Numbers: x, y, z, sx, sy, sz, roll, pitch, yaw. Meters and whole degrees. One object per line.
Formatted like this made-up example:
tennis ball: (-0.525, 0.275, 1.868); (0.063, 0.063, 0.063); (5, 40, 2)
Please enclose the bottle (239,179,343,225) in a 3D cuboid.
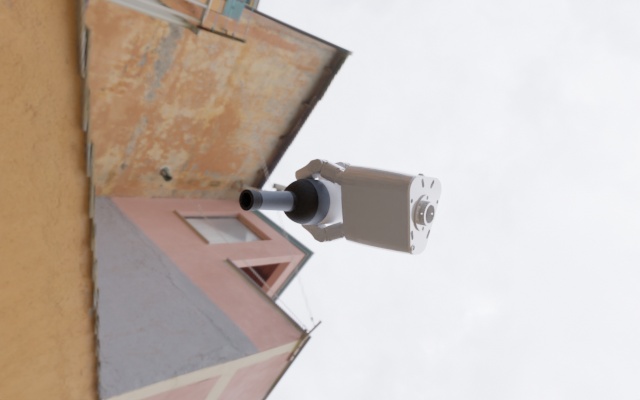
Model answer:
bottle: (0.000, 0.002, 0.712); (0.069, 0.069, 0.296); (0, -1, 40)
